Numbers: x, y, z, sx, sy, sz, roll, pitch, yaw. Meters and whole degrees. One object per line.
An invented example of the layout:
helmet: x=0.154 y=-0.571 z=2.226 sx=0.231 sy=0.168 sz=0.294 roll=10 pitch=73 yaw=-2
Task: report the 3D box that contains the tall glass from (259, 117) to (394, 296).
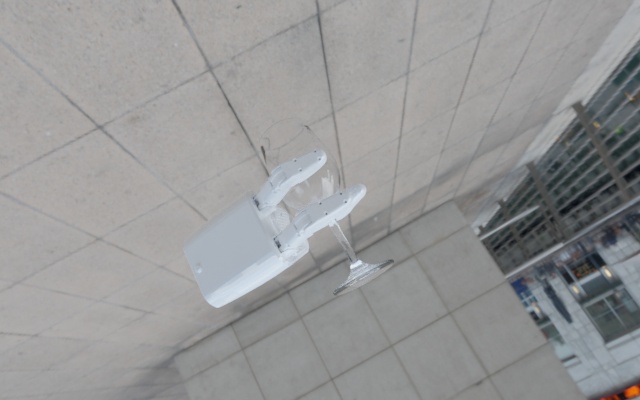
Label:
tall glass: x=0.001 y=0.002 z=0.542 sx=0.079 sy=0.201 sz=0.079 roll=-26 pitch=-19 yaw=-10
